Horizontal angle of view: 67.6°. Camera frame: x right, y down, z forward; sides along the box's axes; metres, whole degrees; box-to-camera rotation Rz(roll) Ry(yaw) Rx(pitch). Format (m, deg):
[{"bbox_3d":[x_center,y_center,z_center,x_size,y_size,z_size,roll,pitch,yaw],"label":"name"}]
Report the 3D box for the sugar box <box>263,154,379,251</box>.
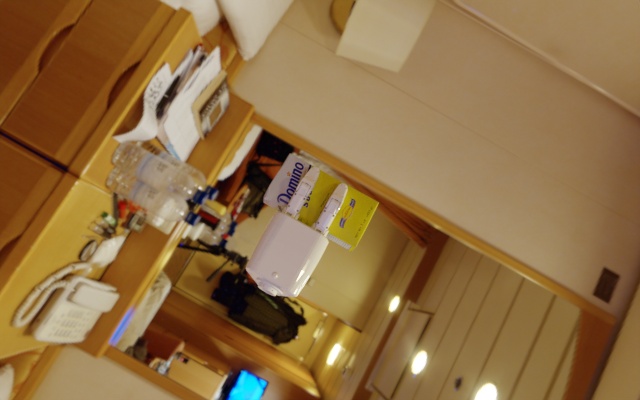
[{"bbox_3d":[0.000,0.003,0.816,0.176,0.093,0.048,29,-19,-1],"label":"sugar box"}]
